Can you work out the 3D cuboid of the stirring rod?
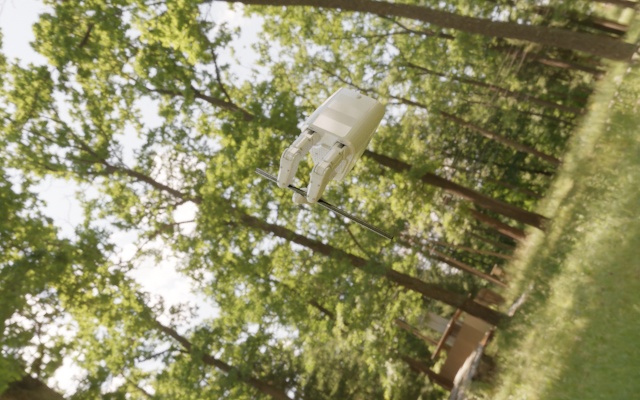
[{"bbox_3d":[0.000,0.002,0.710,0.239,0.011,0.011,27,10,21],"label":"stirring rod"}]
